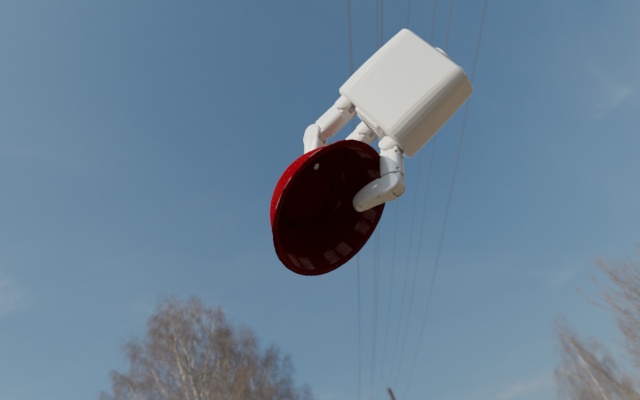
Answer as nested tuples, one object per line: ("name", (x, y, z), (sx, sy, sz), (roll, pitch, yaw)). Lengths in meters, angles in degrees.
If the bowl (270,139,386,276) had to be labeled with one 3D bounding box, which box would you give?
("bowl", (-0.001, 0.002, 0.537), (0.162, 0.162, 0.055), (0, 22, -42))
